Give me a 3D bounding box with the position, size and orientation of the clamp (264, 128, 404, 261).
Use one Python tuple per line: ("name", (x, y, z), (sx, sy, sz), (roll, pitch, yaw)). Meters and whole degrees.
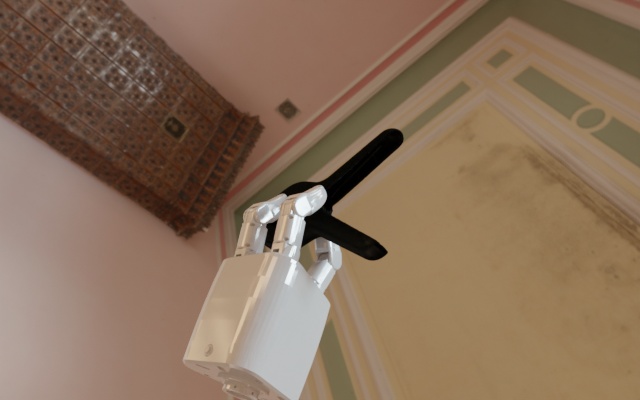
("clamp", (0.000, 0.003, 0.530), (0.210, 0.164, 0.036), (-12, -46, 40))
